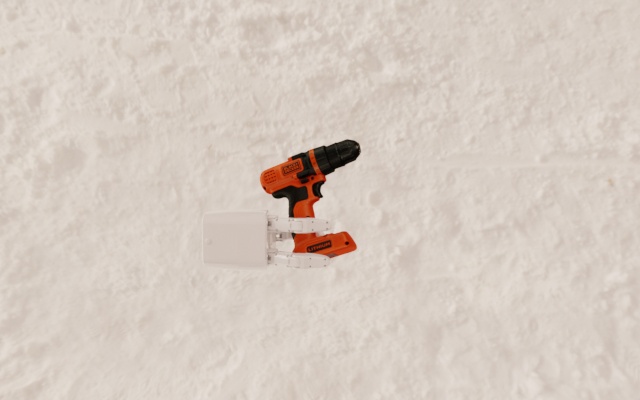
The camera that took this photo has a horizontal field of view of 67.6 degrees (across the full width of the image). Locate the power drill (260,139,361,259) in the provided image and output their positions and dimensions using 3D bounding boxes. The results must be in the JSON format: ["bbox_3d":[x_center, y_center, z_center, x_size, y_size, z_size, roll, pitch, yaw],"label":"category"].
[{"bbox_3d":[0.000,0.003,0.801,0.184,0.187,0.057,-21,-19,15],"label":"power drill"}]
